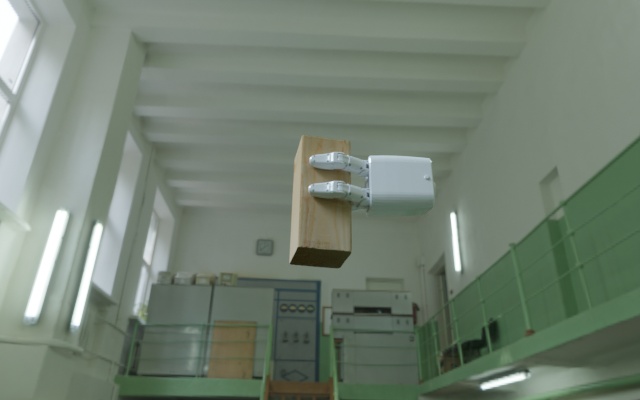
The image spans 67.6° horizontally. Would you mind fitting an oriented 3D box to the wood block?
[{"bbox_3d":[0.000,0.003,0.823,0.090,0.206,0.091,6,-27,-9],"label":"wood block"}]
